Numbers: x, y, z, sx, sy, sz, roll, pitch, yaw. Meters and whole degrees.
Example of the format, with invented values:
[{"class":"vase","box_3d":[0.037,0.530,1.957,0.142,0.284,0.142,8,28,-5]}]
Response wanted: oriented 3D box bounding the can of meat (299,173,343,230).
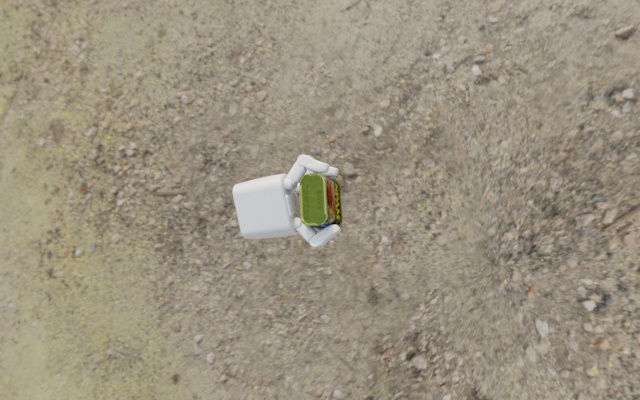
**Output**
[{"class":"can of meat","box_3d":[0.000,0.003,0.886,0.057,0.102,0.084,-6,-9,19]}]
